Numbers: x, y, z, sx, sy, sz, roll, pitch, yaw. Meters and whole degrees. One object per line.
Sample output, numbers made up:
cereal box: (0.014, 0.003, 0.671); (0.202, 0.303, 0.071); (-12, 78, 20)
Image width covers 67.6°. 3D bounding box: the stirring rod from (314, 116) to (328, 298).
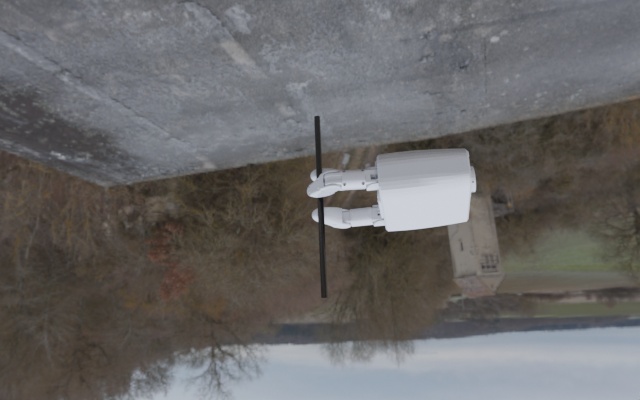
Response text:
stirring rod: (0.000, 0.002, 0.610); (0.011, 0.239, 0.011); (-2, -17, -1)
